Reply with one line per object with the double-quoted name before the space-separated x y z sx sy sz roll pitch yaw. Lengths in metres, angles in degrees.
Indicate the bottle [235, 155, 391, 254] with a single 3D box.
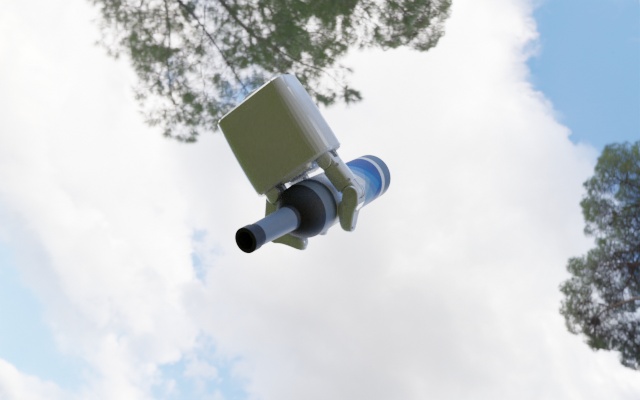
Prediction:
"bottle" 0.000 0.002 0.590 0.069 0.069 0.295 0 15 31
